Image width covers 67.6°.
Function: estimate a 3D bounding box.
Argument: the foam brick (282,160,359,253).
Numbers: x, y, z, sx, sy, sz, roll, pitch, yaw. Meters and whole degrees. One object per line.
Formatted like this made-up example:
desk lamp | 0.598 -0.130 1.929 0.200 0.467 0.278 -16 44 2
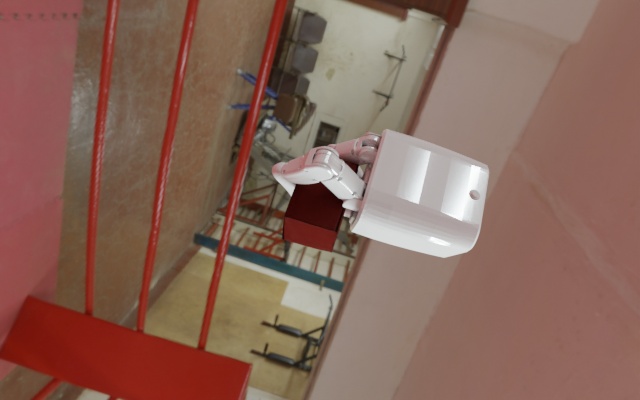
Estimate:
foam brick | 0.000 0.002 0.460 0.051 0.078 0.053 18 -27 3
